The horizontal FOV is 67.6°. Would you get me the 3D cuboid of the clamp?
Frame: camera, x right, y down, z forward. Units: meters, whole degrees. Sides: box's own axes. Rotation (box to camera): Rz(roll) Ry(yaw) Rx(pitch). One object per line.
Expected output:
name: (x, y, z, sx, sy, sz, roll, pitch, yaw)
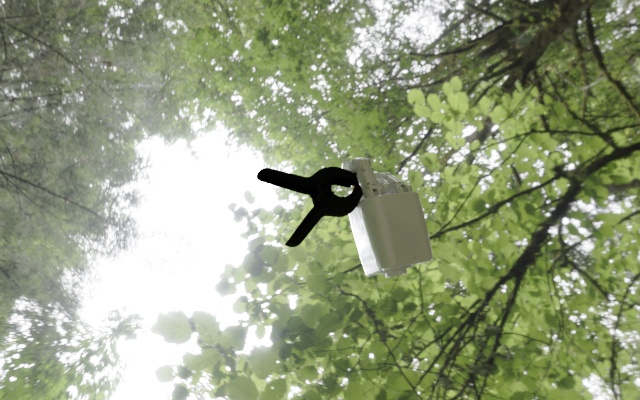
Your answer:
clamp: (0.000, 0.002, 0.690, 0.171, 0.120, 0.039, -7, -16, -25)
